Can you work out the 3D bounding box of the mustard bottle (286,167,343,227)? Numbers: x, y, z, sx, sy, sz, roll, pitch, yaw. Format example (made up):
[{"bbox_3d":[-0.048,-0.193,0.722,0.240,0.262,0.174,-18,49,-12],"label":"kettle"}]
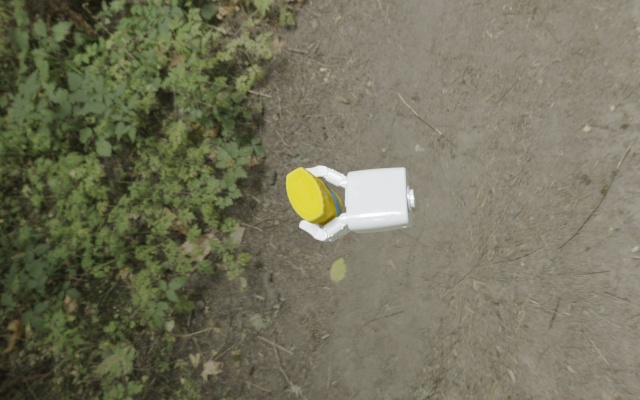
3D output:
[{"bbox_3d":[0.000,0.003,0.886,0.058,0.096,0.192,-30,-16,11],"label":"mustard bottle"}]
